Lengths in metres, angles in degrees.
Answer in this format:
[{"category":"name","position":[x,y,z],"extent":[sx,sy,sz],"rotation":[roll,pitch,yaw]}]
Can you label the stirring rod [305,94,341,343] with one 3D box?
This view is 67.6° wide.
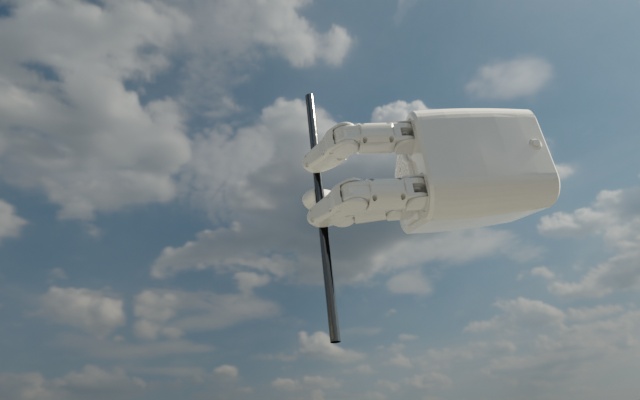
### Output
[{"category":"stirring rod","position":[0.000,0.001,0.415],"extent":[0.011,0.239,0.011],"rotation":[-5,-29,-3]}]
